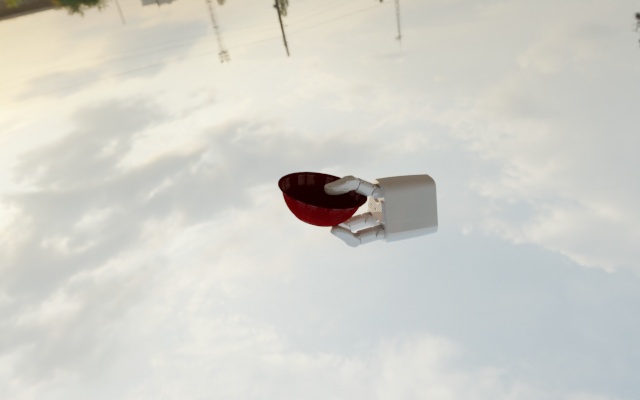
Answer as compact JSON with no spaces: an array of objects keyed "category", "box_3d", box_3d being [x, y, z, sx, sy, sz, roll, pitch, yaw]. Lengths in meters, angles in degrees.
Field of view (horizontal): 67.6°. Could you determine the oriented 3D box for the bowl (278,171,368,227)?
[{"category":"bowl","box_3d":[-0.001,0.003,0.856,0.162,0.055,0.162,9,23,-4]}]
